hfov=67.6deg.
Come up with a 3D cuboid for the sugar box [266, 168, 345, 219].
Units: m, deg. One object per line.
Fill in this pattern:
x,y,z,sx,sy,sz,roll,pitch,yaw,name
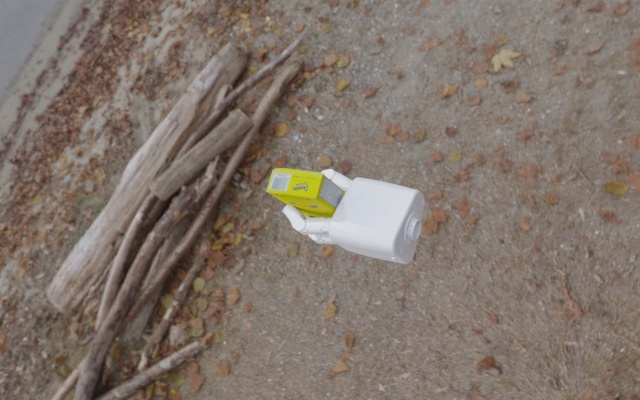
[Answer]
0.000,0.003,0.771,0.093,0.048,0.176,8,-17,31,sugar box
